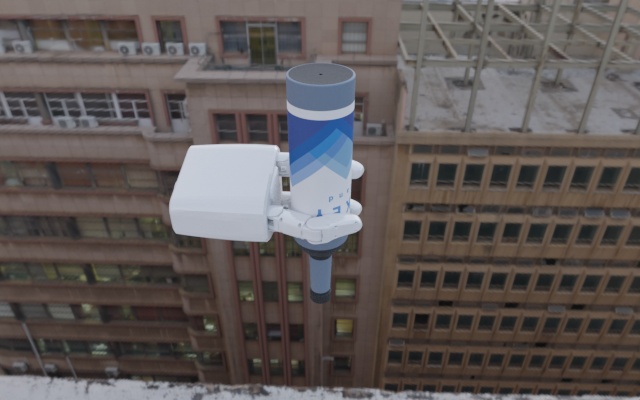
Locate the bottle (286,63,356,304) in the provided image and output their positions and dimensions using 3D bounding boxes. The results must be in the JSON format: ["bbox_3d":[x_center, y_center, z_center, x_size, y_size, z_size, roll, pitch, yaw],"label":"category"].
[{"bbox_3d":[0.000,0.002,0.535,0.069,0.296,0.069,0,34,0],"label":"bottle"}]
